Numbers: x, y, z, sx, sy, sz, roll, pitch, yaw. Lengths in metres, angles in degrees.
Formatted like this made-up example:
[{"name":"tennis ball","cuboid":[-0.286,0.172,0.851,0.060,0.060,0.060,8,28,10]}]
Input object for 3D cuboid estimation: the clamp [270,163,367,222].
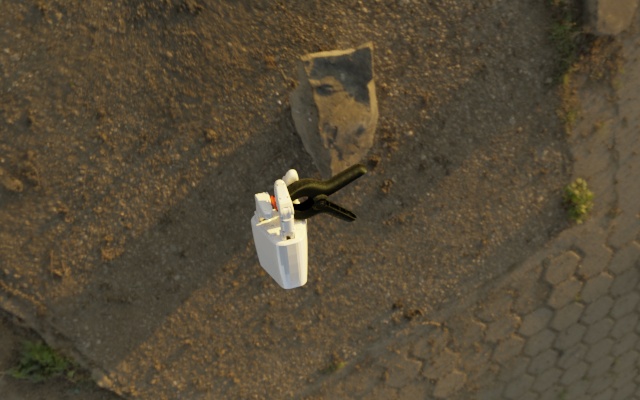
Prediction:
[{"name":"clamp","cuboid":[0.000,0.003,0.830,0.171,0.120,0.039,-13,34,-14]}]
